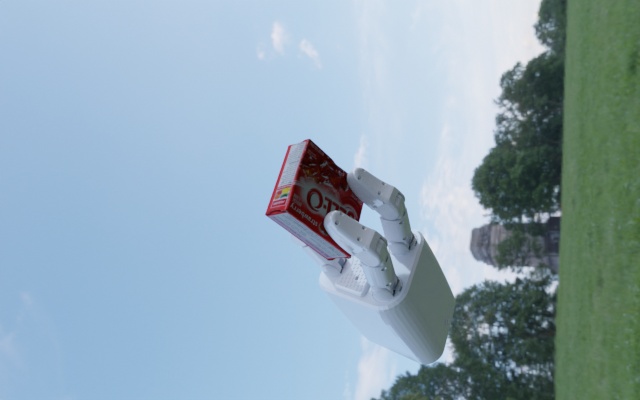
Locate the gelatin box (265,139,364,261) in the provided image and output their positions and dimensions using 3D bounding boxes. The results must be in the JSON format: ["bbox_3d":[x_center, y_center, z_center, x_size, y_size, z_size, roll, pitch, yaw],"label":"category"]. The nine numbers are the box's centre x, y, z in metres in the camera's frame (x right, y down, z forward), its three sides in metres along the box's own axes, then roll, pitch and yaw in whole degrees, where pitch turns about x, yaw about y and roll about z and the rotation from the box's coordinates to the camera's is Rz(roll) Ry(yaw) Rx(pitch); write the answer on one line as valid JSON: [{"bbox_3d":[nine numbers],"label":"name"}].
[{"bbox_3d":[0.000,0.001,0.422,0.030,0.073,0.089,-12,-39,41],"label":"gelatin box"}]
